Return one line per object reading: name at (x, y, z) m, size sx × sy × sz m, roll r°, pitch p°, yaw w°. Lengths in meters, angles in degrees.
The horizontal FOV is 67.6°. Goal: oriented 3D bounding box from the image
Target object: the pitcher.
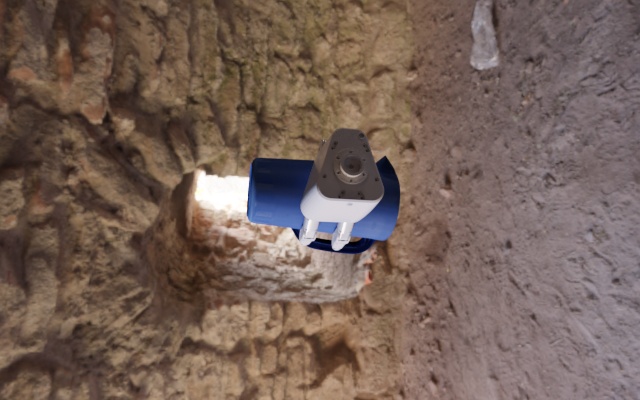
pitcher at (0.000, 0.003, 0.805) m, size 0.243 × 0.149 × 0.145 m, roll 5°, pitch -16°, yaw -11°
